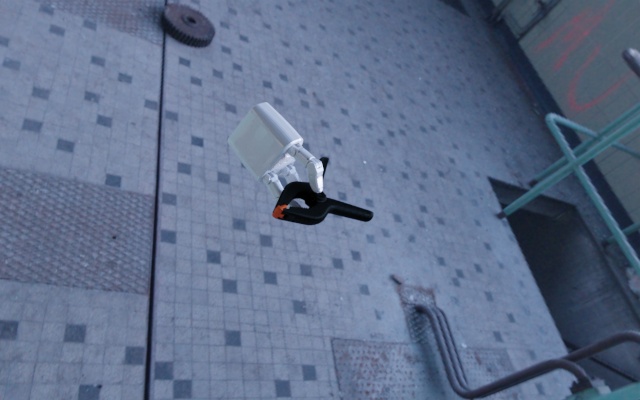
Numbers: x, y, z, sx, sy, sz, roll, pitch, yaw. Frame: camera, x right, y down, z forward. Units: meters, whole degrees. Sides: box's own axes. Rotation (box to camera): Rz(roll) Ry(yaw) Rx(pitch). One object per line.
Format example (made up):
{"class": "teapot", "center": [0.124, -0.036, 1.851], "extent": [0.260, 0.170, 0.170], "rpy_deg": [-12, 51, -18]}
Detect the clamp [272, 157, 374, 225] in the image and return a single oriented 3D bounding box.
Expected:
{"class": "clamp", "center": [0.000, 0.002, 0.895], "extent": [0.210, 0.164, 0.036], "rpy_deg": [-29, -20, -48]}
